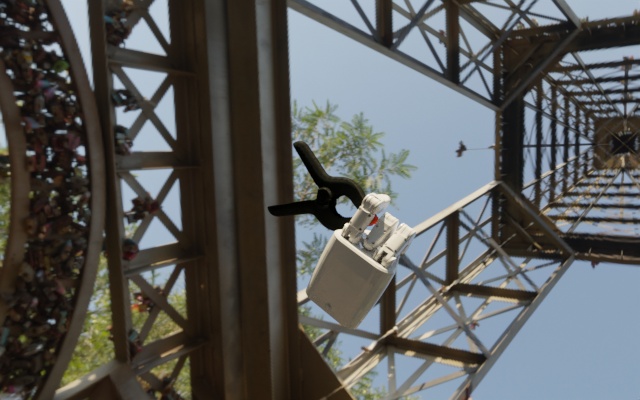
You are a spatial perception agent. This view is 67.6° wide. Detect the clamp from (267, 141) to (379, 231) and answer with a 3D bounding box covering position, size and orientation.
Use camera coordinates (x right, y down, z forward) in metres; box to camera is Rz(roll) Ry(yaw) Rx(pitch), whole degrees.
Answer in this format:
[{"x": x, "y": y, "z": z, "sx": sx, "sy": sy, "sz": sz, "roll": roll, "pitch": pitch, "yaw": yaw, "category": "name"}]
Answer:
[{"x": 0.001, "y": 0.002, "z": 0.700, "sx": 0.171, "sy": 0.120, "sz": 0.039, "roll": 36, "pitch": 19, "yaw": 24, "category": "clamp"}]
